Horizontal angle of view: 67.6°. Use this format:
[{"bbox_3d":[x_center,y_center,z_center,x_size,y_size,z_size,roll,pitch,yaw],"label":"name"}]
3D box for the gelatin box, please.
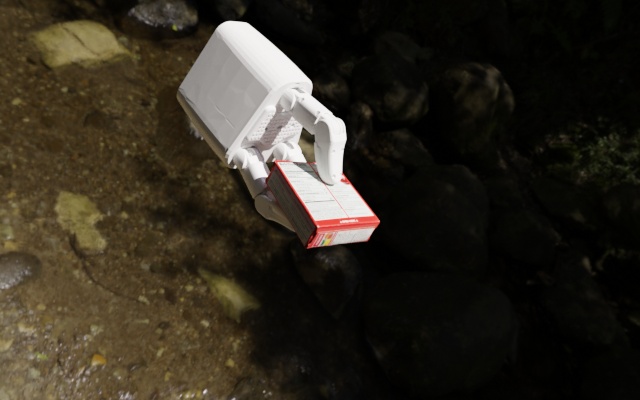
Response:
[{"bbox_3d":[0.000,0.001,0.442,0.073,0.030,0.089,-2,44,-39],"label":"gelatin box"}]
